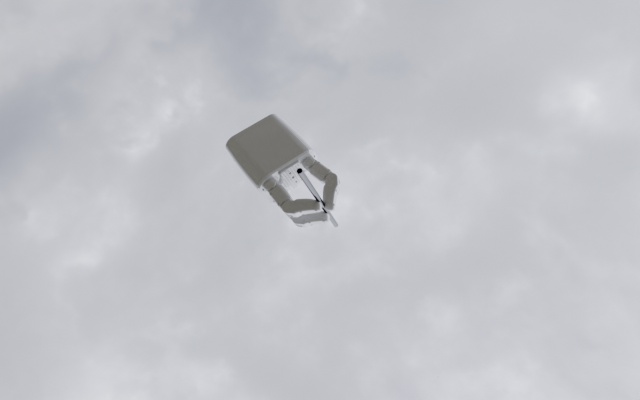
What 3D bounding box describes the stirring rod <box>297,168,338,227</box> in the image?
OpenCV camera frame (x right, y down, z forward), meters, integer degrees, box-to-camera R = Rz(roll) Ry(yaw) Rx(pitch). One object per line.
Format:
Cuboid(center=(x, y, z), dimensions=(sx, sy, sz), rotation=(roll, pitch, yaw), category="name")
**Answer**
Cuboid(center=(0.000, 0.002, 0.726), dimensions=(0.011, 0.011, 0.240), rotation=(0, -20, 14), category="stirring rod")
